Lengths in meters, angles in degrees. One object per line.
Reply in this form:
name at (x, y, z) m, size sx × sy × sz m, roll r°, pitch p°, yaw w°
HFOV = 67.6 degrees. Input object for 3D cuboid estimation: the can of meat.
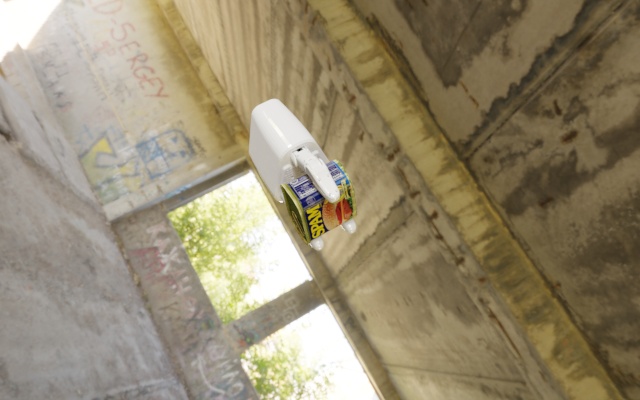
can of meat at (0.000, 0.002, 0.658) m, size 0.084 × 0.057 × 0.102 m, roll -28°, pitch -36°, yaw -13°
